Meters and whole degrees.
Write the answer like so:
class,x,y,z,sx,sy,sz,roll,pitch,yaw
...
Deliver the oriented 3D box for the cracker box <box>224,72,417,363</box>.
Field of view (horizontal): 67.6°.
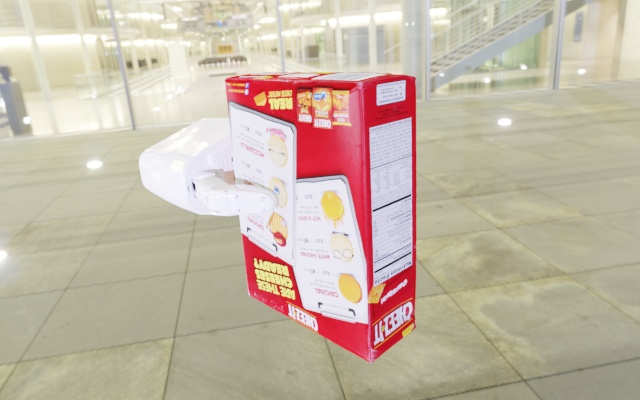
class,x,y,z,sx,sy,sz,roll,pitch,yaw
cracker box,0.000,0.001,0.408,0.072,0.214,0.164,-20,24,-39
